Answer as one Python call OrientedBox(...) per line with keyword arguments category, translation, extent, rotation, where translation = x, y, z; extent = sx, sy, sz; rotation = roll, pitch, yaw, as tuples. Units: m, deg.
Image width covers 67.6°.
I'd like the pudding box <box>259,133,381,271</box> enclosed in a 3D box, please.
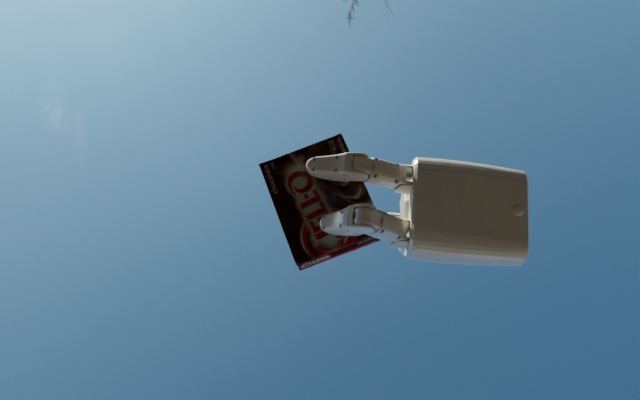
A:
OrientedBox(category="pudding box", translation=(0.000, 0.002, 0.475), extent=(0.090, 0.113, 0.039), rotation=(-21, -19, -5))
